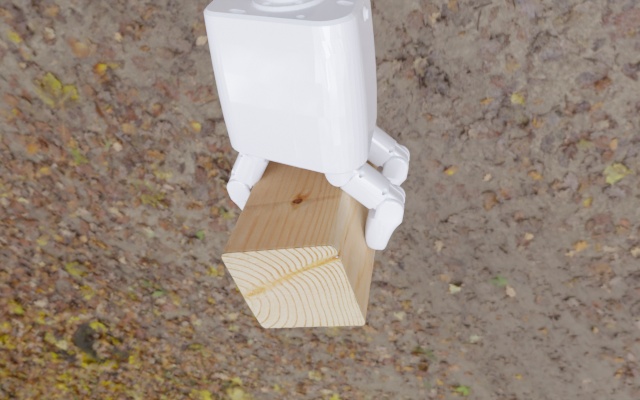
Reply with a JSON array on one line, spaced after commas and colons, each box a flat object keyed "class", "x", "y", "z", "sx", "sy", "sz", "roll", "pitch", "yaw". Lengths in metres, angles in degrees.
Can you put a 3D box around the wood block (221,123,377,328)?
[{"class": "wood block", "x": 0.000, "y": 0.001, "z": 0.429, "sx": 0.091, "sy": 0.090, "sz": 0.206, "roll": -6, "pitch": 38, "yaw": 20}]
